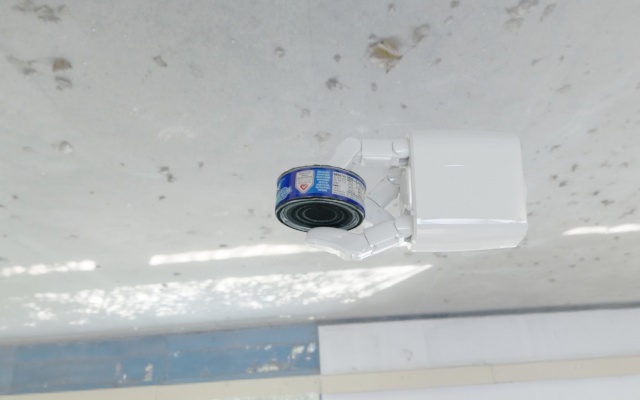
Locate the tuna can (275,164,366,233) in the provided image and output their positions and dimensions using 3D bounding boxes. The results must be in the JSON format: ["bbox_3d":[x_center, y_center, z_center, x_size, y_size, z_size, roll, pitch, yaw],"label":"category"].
[{"bbox_3d":[0.000,0.002,0.448,0.086,0.033,0.086,3,-25,1],"label":"tuna can"}]
